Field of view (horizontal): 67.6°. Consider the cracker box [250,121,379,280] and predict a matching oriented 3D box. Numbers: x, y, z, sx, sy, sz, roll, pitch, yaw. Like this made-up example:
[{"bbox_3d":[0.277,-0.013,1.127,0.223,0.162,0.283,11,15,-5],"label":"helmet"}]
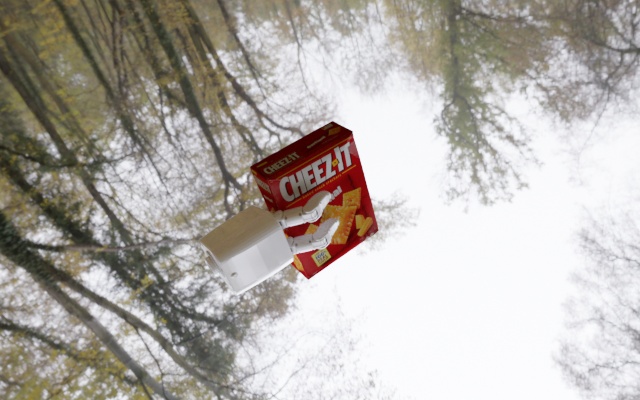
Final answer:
[{"bbox_3d":[0.000,0.003,0.798,0.164,0.214,0.072,-32,37,-19],"label":"cracker box"}]
